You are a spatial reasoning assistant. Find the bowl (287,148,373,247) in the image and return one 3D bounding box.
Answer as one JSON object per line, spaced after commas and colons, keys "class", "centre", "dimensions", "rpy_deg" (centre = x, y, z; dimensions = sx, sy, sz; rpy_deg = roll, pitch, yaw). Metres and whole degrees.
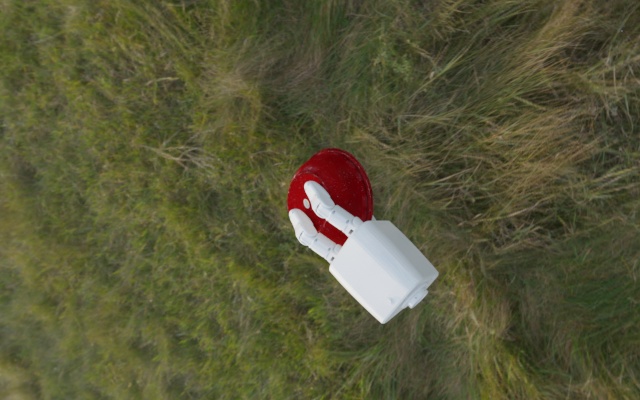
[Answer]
{"class": "bowl", "centre": [-0.001, 0.002, 0.712], "dimensions": [0.055, 0.162, 0.162], "rpy_deg": [-6, 4, -44]}
